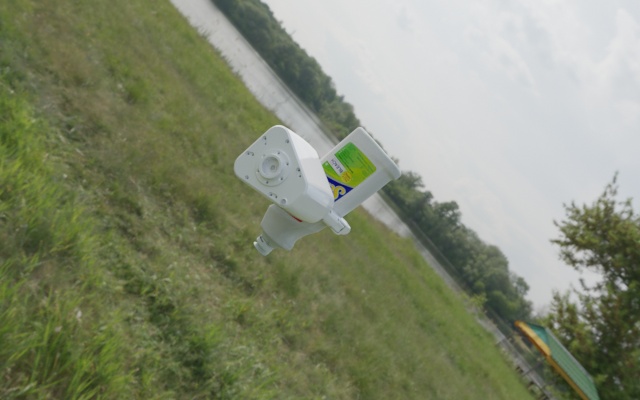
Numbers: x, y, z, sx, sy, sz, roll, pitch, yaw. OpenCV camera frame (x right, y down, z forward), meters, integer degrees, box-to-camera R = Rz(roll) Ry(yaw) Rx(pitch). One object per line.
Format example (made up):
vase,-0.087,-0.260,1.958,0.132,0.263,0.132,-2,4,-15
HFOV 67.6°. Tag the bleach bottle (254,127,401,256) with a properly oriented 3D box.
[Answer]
bleach bottle,0.000,0.002,0.756,0.251,0.102,0.068,-41,-21,6
